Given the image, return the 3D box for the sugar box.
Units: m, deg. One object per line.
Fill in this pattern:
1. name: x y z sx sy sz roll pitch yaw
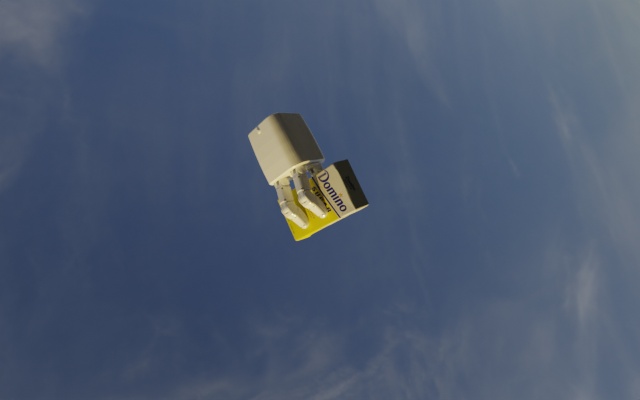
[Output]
1. sugar box: 0.000 0.003 0.886 0.048 0.093 0.176 -20 -8 -43
